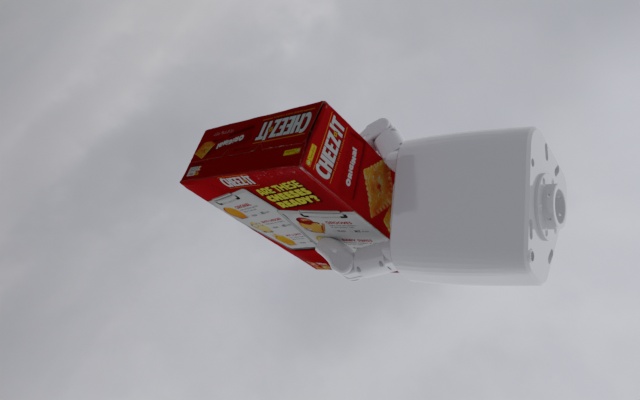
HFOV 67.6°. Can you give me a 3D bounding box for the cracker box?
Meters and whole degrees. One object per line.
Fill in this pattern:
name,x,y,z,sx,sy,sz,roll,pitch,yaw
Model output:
cracker box,0.000,0.002,0.473,0.164,0.072,0.214,-4,-31,42
